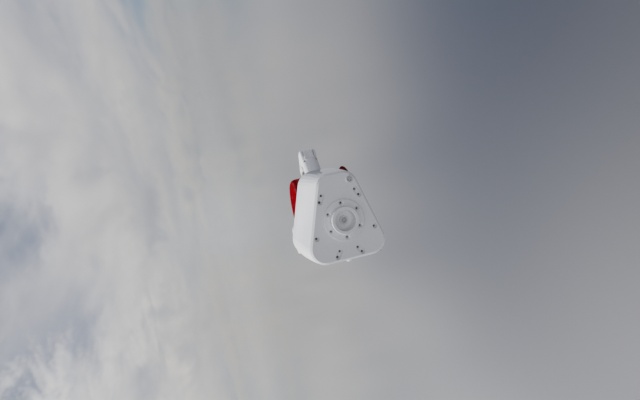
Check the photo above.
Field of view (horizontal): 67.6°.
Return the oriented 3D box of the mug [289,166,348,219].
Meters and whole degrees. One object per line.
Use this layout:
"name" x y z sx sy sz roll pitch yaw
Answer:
"mug" 0.000 0.002 0.710 0.081 0.093 0.117 -12 4 -12
